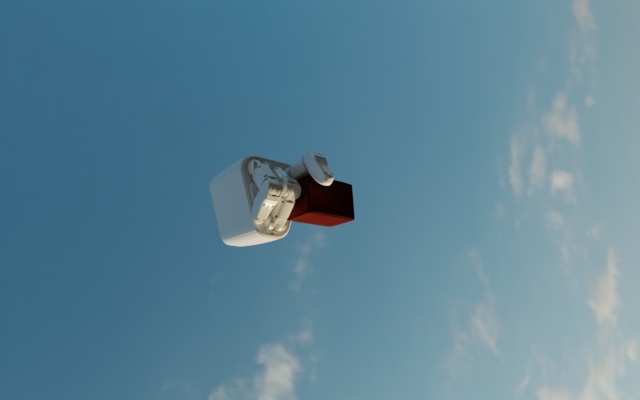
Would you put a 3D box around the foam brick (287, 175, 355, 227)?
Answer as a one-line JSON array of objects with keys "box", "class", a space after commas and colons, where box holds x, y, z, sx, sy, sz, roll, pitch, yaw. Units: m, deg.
[{"box": [0.000, 0.002, 0.651, 0.078, 0.053, 0.051, 12, -21, -36], "class": "foam brick"}]
